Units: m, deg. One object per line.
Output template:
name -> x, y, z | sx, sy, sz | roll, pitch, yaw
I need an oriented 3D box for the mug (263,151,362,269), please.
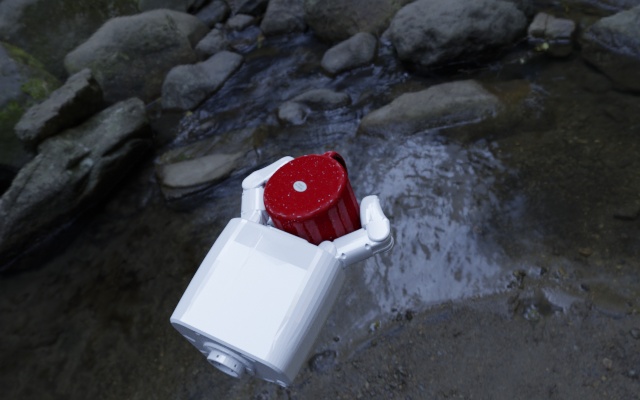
mug -> 0.001, 0.000, 0.467 | 0.093, 0.117, 0.082 | 9, -36, 28
